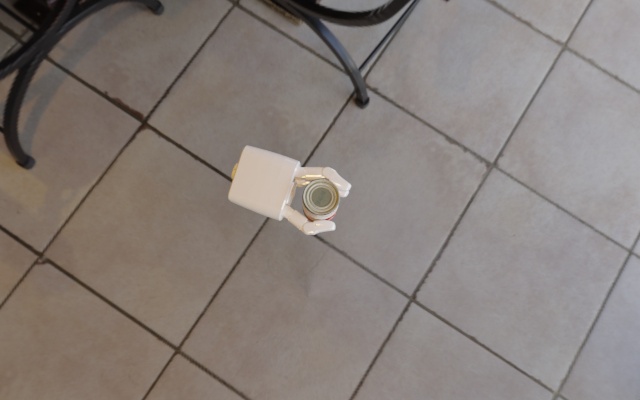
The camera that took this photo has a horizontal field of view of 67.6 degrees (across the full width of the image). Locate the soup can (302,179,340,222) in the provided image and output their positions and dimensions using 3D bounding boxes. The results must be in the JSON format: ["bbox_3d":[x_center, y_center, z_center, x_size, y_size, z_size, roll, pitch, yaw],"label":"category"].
[{"bbox_3d":[0.001,0.003,0.883,0.068,0.068,0.102,0,-11,-1],"label":"soup can"}]
